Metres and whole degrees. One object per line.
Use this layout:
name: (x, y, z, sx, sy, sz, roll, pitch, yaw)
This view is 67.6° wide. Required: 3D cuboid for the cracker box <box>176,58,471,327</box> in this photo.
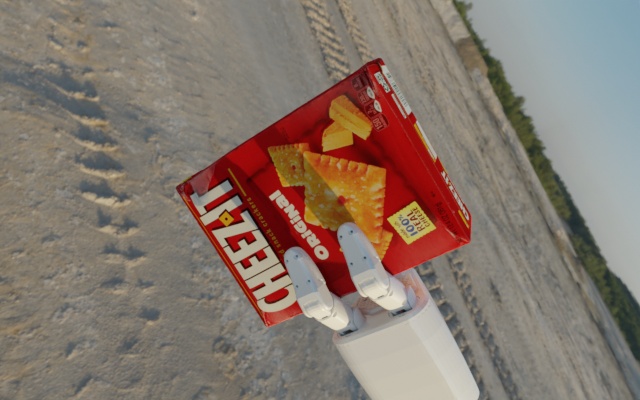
cracker box: (0.000, 0.001, 0.430, 0.214, 0.164, 0.072, -28, 8, 24)
